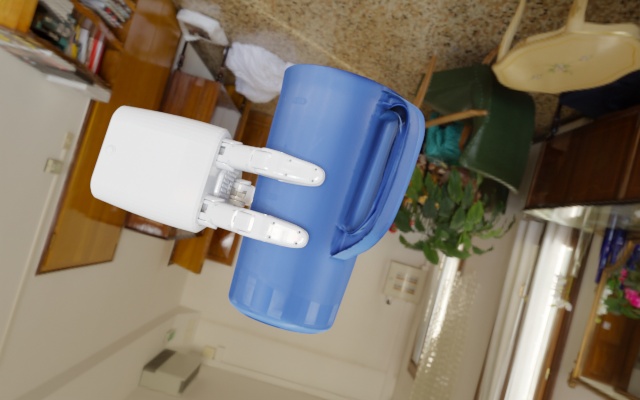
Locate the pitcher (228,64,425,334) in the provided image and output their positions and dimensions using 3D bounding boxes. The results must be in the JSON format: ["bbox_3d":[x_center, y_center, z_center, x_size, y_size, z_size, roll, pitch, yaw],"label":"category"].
[{"bbox_3d":[0.000,0.001,0.469,0.145,0.243,0.149,17,-3,4],"label":"pitcher"}]
